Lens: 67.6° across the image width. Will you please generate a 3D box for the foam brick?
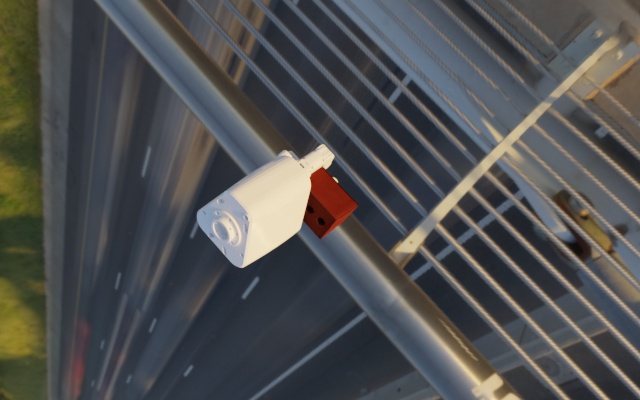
[{"bbox_3d":[0.000,0.002,0.646,0.051,0.078,0.053,-35,-12,-43],"label":"foam brick"}]
